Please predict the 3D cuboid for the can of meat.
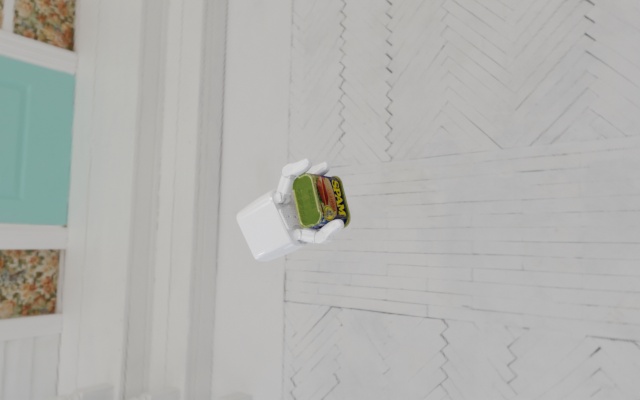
[{"bbox_3d":[0.000,0.003,0.860,0.057,0.102,0.084,-24,-19,36],"label":"can of meat"}]
